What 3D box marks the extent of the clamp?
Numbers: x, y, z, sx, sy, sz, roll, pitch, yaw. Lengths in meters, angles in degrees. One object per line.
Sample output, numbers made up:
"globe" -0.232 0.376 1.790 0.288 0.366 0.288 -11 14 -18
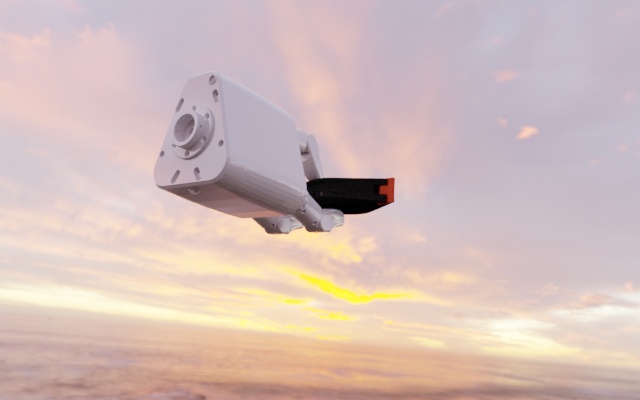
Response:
"clamp" 0.000 0.001 0.573 0.210 0.036 0.164 -5 -15 32
